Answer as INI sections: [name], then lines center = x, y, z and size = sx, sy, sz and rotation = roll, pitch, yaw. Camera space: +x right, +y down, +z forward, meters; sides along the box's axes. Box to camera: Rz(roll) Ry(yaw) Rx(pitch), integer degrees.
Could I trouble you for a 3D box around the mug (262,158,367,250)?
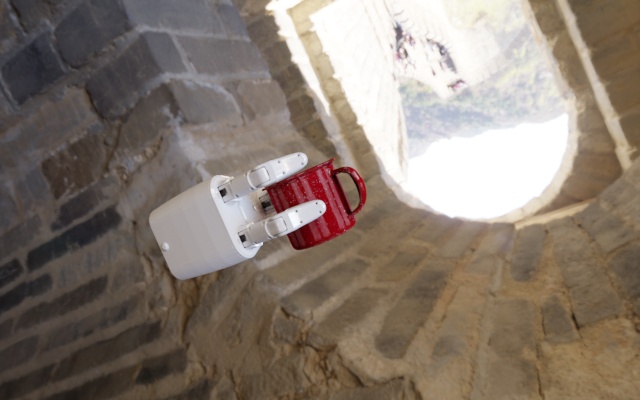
[mug]
center = 0.001, 0.001, 0.550
size = 0.117, 0.081, 0.093
rotation = -22, 5, 26
